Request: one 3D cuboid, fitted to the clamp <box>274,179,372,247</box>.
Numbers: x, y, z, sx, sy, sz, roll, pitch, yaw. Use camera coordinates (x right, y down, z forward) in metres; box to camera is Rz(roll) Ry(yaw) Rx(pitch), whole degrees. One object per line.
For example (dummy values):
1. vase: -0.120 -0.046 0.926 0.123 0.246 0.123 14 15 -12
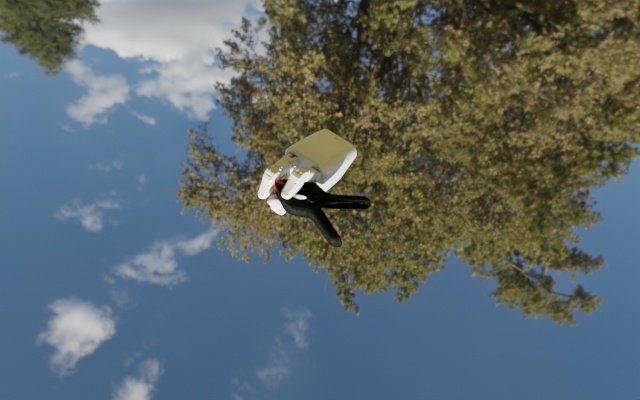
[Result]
1. clamp: 0.000 0.003 0.829 0.171 0.039 0.120 34 46 22
